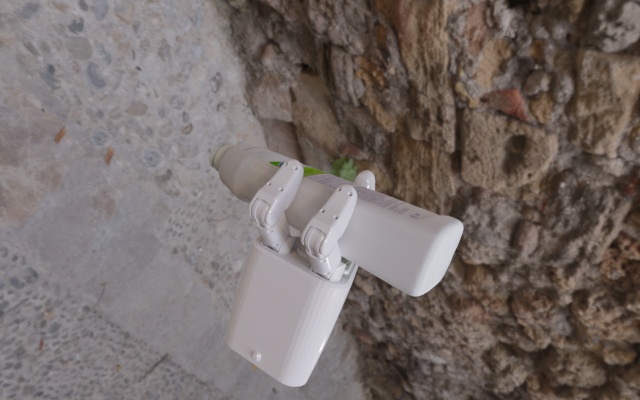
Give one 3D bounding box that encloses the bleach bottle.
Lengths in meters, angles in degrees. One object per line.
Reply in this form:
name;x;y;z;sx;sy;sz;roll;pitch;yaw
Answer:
bleach bottle;0.000;0.001;0.455;0.251;0.068;0.102;26;12;25
